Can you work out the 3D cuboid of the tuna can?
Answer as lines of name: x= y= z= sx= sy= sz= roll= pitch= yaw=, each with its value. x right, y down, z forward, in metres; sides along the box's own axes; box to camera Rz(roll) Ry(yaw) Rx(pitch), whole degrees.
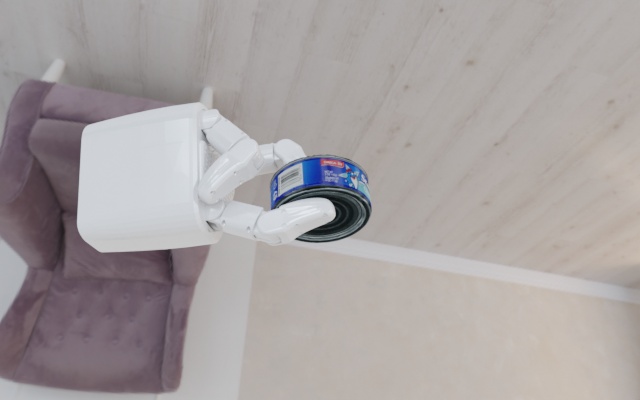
tuna can: x=0.000 y=0.002 z=0.404 sx=0.086 sy=0.033 sz=0.086 roll=-3 pitch=-35 yaw=-2
